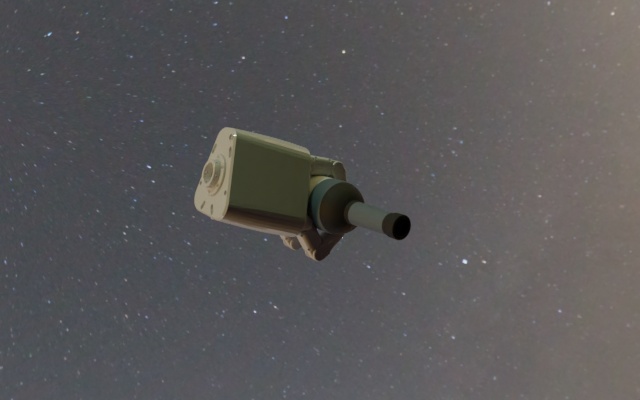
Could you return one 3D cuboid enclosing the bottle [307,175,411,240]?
[{"bbox_3d":[0.000,0.002,0.614,0.069,0.069,0.295,0,10,-36],"label":"bottle"}]
